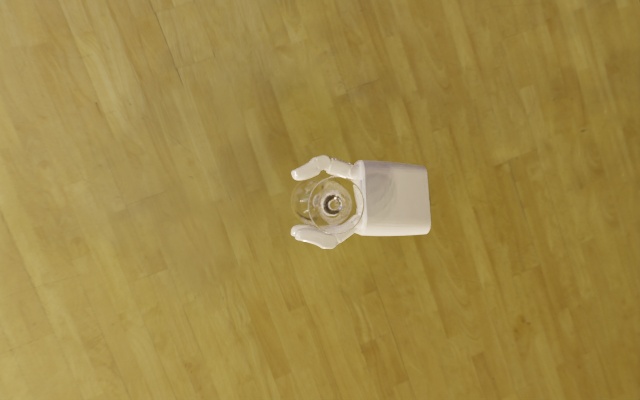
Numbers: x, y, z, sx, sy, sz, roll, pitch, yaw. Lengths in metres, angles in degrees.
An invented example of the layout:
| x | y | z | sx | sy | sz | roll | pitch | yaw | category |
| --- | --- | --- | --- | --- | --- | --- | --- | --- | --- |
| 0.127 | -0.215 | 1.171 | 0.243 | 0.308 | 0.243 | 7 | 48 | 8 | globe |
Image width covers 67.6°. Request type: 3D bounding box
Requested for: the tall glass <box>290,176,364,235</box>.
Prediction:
| x | y | z | sx | sy | sz | roll | pitch | yaw | category |
| --- | --- | --- | --- | --- | --- | --- | --- | --- | --- |
| 0.000 | 0.002 | 0.701 | 0.079 | 0.079 | 0.201 | 0 | 2 | -12 | tall glass |
